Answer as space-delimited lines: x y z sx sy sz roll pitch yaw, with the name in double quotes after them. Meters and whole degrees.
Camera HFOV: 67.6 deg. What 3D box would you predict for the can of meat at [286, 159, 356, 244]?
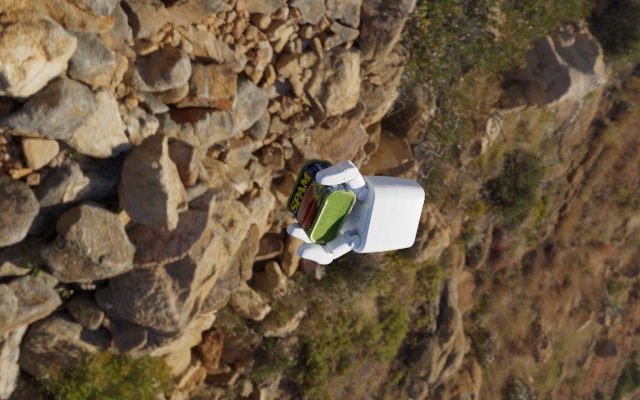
0.000 0.002 0.719 0.057 0.102 0.084 4 33 -34 "can of meat"
